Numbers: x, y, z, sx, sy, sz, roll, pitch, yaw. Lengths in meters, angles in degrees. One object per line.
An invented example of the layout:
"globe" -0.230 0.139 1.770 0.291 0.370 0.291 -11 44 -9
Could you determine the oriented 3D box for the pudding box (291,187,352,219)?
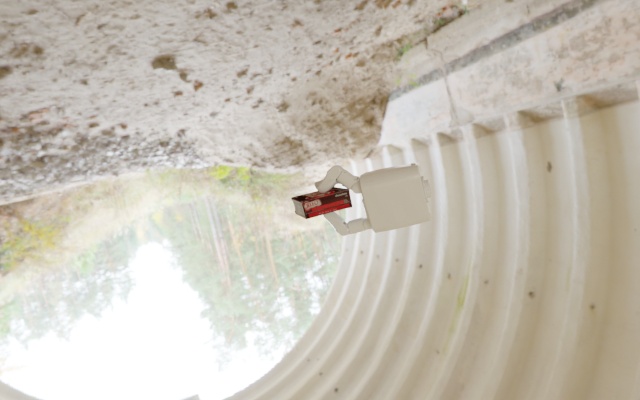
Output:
"pudding box" 0.000 0.003 0.890 0.090 0.039 0.113 -14 5 -12
